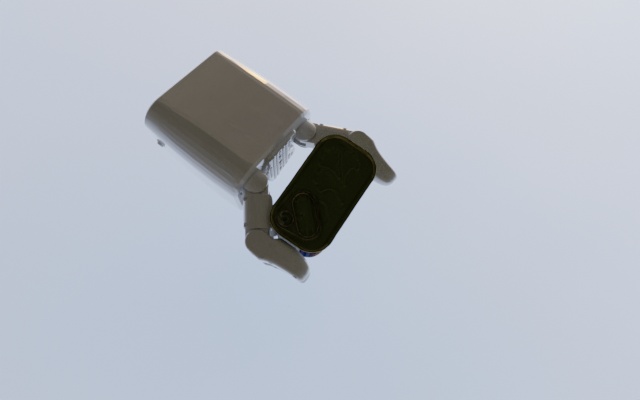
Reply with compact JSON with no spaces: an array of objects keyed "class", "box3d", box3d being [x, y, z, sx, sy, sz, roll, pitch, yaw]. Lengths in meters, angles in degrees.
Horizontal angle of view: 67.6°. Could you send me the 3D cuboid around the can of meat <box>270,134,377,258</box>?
[{"class":"can of meat","box3d":[0.000,0.001,0.437,0.057,0.102,0.084,34,-12,3]}]
